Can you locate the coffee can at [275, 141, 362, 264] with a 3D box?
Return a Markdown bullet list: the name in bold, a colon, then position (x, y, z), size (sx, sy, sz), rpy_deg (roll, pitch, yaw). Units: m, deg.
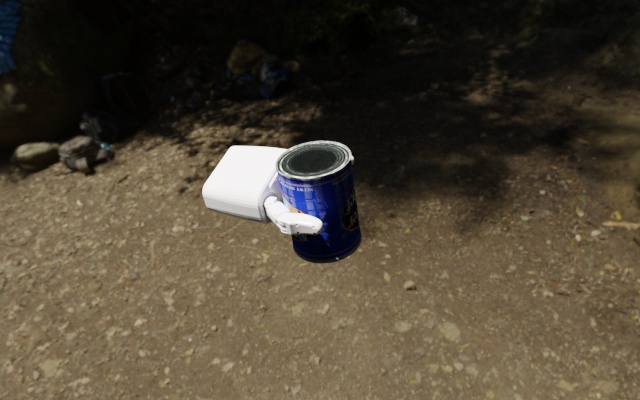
- **coffee can**: position (0.000, 0.002, 0.668), size (0.103, 0.140, 0.102), rpy_deg (-7, 33, 4)
